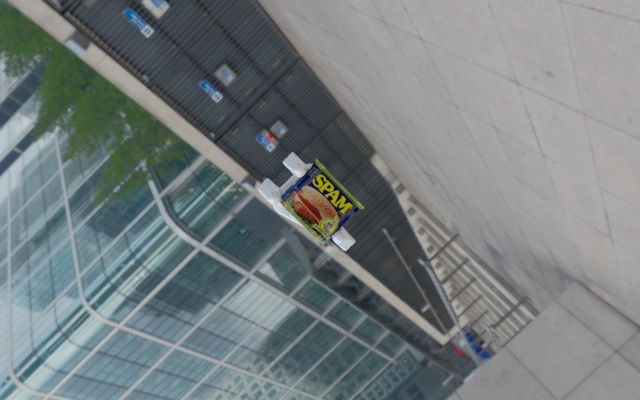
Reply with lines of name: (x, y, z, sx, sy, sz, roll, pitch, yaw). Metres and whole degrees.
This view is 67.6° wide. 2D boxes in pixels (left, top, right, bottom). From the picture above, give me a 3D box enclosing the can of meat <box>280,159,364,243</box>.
can of meat: (0.000, 0.003, 0.719, 0.084, 0.102, 0.057, -44, 9, 4)
